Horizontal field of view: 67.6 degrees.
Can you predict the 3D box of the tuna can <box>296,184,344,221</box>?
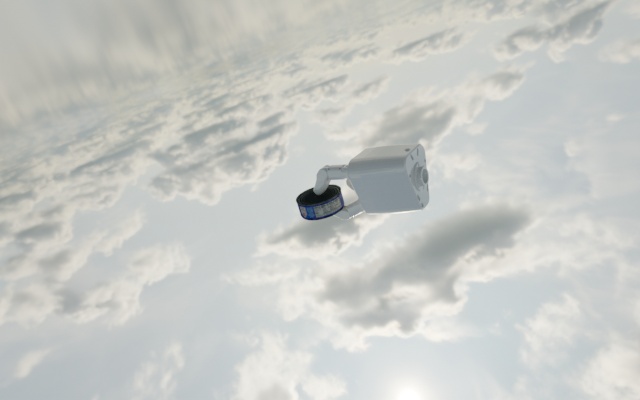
[{"bbox_3d":[0.000,0.003,0.878,0.086,0.034,0.086,-14,22,6],"label":"tuna can"}]
